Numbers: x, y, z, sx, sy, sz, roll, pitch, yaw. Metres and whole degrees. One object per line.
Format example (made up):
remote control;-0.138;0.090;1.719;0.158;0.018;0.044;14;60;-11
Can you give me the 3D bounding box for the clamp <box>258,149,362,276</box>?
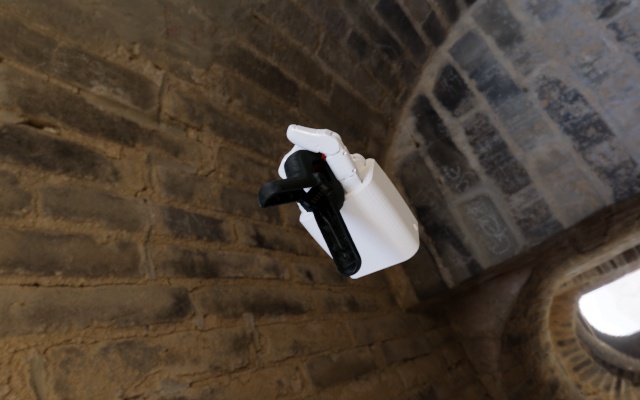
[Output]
clamp;0.000;0.002;0.488;0.039;0.120;0.171;-33;15;22
